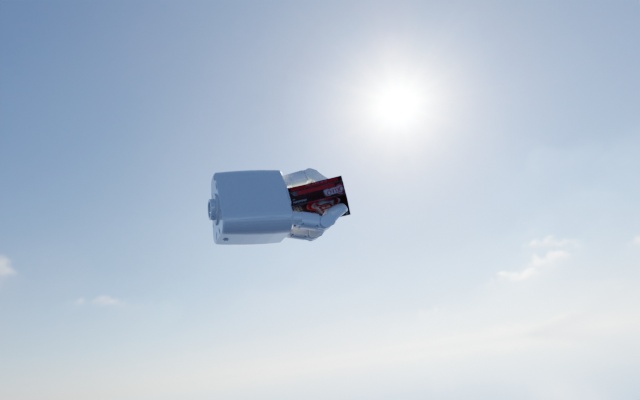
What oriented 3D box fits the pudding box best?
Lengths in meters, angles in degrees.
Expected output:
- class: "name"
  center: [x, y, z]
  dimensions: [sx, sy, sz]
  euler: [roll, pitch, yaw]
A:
- class: "pudding box"
  center: [0.000, 0.002, 0.787]
  dimensions: [0.090, 0.039, 0.113]
  euler: [-12, -17, 4]
